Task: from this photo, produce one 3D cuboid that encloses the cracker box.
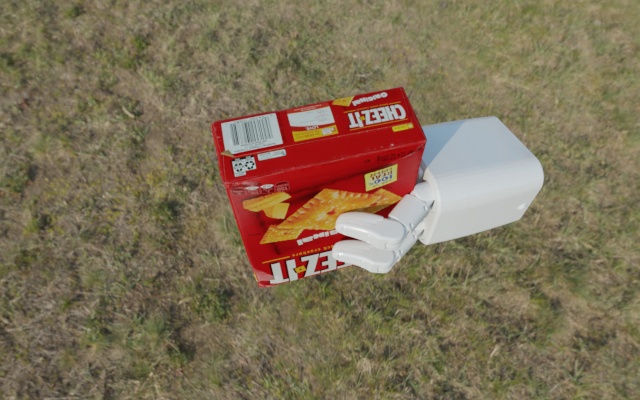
[{"bbox_3d":[0.000,0.001,0.463,0.164,0.072,0.214,-12,-32,-6],"label":"cracker box"}]
